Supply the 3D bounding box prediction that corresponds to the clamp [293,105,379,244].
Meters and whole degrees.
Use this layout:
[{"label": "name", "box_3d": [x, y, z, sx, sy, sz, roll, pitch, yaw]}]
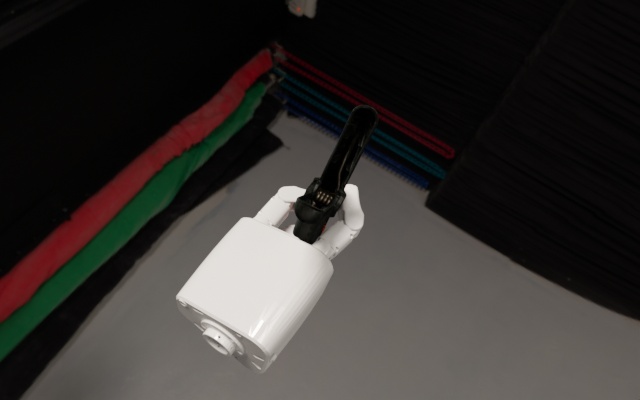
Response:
[{"label": "clamp", "box_3d": [0.000, 0.001, 0.445, 0.039, 0.120, 0.172, 33, -34, 9]}]
